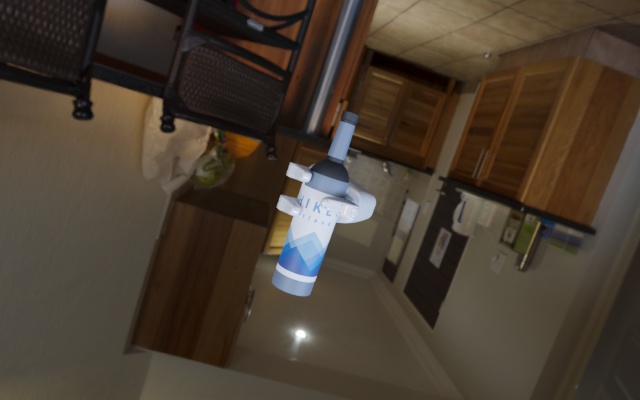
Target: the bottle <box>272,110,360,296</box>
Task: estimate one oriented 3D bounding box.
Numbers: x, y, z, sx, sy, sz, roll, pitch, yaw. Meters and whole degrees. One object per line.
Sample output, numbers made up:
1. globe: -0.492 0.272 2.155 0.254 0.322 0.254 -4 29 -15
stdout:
1. bottle: 0.000 0.003 0.756 0.069 0.296 0.069 19 7 -2
